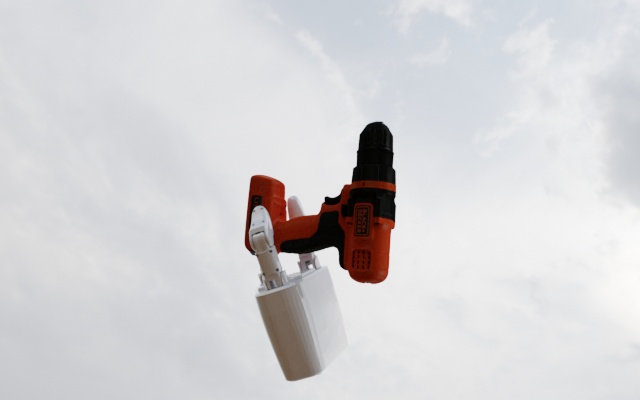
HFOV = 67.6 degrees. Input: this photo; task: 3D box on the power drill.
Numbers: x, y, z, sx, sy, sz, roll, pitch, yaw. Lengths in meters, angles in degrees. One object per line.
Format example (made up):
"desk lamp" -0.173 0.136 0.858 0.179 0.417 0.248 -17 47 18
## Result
"power drill" 0.000 0.002 0.571 0.187 0.184 0.057 -2 -13 32
